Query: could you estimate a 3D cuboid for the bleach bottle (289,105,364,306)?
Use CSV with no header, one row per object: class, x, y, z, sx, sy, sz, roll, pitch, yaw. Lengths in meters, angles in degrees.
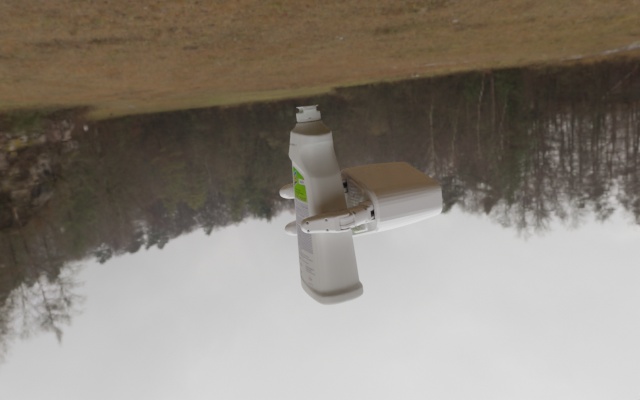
bleach bottle,0.000,0.002,0.629,0.068,0.251,0.102,-11,12,-22
